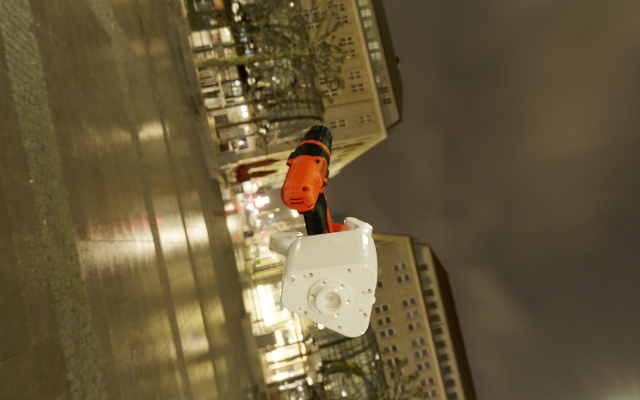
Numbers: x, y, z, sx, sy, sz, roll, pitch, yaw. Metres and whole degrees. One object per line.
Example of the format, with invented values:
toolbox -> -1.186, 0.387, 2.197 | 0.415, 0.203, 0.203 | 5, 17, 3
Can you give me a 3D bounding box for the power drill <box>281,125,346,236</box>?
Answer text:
power drill -> 0.000, 0.003, 0.697 | 0.057, 0.188, 0.184 | -5, 34, 18
